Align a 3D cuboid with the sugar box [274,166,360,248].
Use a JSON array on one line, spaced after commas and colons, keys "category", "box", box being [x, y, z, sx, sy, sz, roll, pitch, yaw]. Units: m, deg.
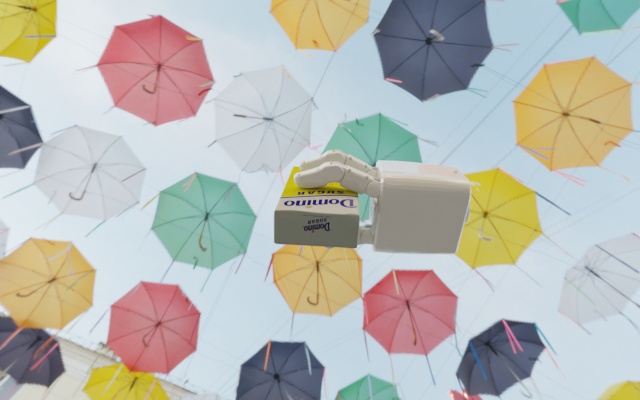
[{"category": "sugar box", "box": [0.000, 0.001, 0.586, 0.093, 0.048, 0.176, 3, 17, 2]}]
